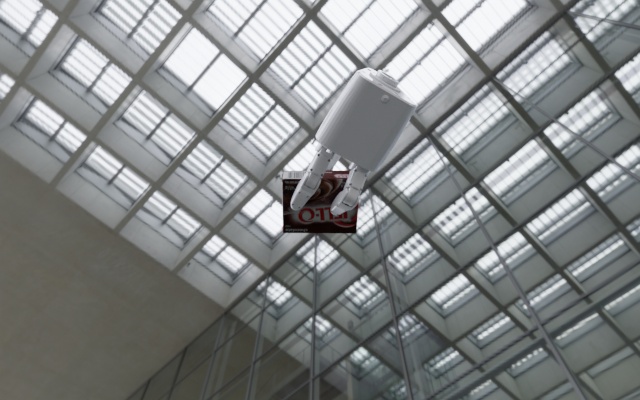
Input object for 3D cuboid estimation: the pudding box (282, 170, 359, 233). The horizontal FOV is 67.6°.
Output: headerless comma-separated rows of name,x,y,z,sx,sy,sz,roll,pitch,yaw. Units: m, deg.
pudding box,0.000,0.002,0.701,0.113,0.090,0.039,1,27,0
